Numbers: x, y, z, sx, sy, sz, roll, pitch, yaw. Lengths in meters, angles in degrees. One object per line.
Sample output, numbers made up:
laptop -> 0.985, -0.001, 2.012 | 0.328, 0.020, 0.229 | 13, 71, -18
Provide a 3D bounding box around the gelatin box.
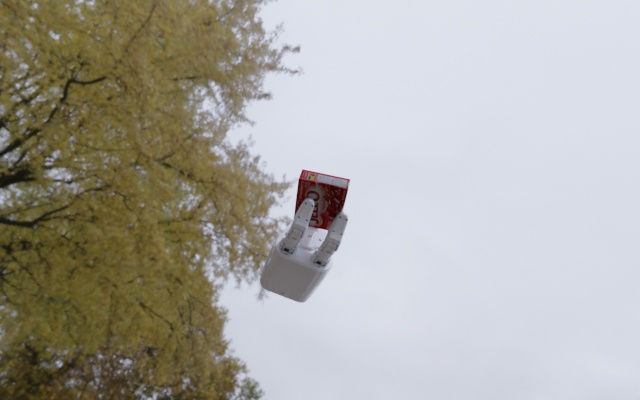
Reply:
gelatin box -> 0.000, 0.002, 0.714 | 0.073, 0.089, 0.030 | 13, 39, 3
